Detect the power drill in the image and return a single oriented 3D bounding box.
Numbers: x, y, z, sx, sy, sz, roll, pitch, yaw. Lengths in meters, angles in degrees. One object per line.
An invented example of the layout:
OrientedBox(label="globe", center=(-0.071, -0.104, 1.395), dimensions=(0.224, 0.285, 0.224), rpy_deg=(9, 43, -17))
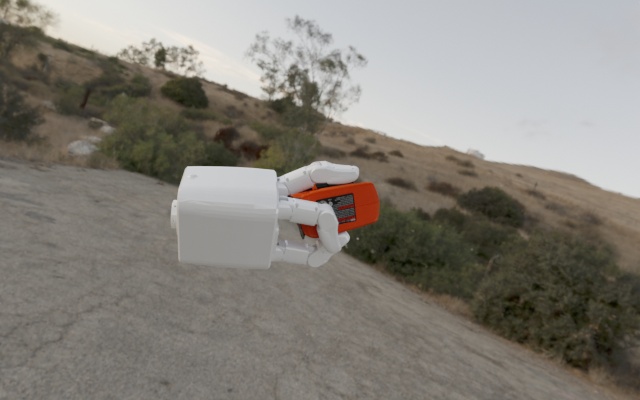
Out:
OrientedBox(label="power drill", center=(0.000, 0.002, 0.654), dimensions=(0.184, 0.057, 0.187), rpy_deg=(-14, 9, -24))
